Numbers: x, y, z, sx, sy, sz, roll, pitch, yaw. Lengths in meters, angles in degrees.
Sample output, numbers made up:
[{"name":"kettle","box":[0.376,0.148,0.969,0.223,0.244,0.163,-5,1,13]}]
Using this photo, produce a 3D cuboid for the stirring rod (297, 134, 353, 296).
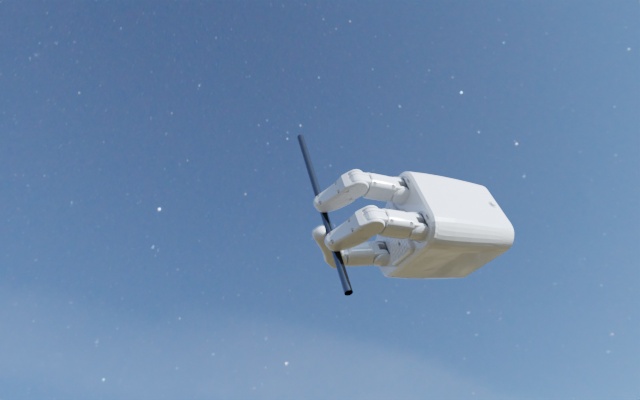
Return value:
[{"name":"stirring rod","box":[0.000,0.002,0.512,0.011,0.011,0.239,0,42,-16]}]
